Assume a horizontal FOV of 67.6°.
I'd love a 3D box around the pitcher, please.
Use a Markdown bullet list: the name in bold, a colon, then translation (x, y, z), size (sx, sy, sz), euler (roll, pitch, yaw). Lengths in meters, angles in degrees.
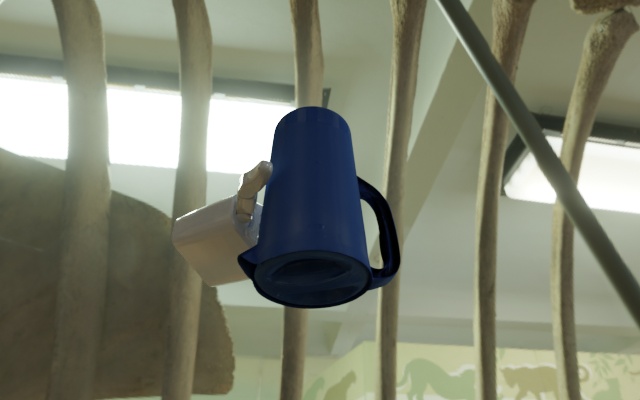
- **pitcher**: translation (0.000, 0.002, 0.594), size (0.145, 0.242, 0.149), euler (-21, -42, 25)
